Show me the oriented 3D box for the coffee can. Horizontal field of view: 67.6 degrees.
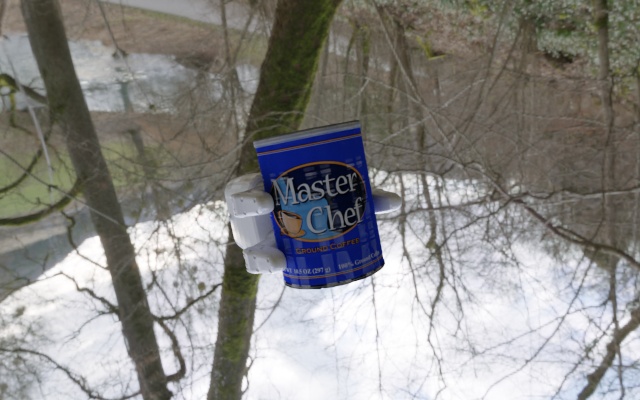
[{"bbox_3d":[0.000,0.001,0.460,0.103,0.140,0.103,-11,8,1],"label":"coffee can"}]
